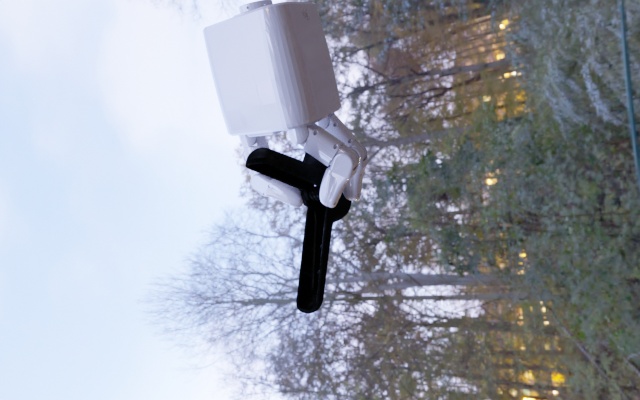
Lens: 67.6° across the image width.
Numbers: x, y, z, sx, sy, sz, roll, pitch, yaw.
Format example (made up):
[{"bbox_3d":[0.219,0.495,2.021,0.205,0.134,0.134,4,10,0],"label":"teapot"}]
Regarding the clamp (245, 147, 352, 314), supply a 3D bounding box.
[{"bbox_3d":[-0.001,0.001,0.496,0.036,0.164,0.210,-5,19,24],"label":"clamp"}]
